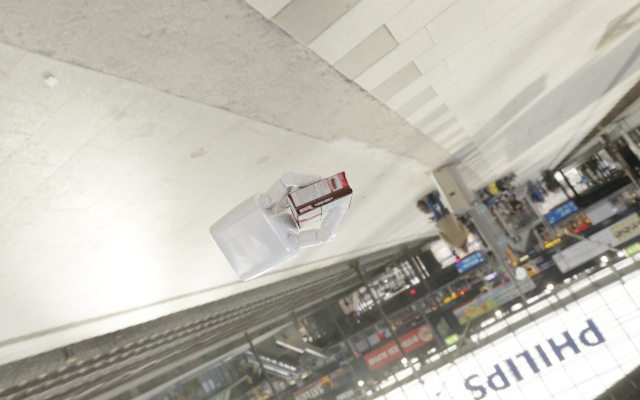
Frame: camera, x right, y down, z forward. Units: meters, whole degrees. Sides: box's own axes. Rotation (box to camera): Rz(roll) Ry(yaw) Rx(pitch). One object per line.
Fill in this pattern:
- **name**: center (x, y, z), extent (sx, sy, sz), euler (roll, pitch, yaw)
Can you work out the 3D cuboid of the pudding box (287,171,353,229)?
- **pudding box**: center (0.000, 0.003, 0.720), extent (0.090, 0.039, 0.113), euler (-24, -11, -6)
